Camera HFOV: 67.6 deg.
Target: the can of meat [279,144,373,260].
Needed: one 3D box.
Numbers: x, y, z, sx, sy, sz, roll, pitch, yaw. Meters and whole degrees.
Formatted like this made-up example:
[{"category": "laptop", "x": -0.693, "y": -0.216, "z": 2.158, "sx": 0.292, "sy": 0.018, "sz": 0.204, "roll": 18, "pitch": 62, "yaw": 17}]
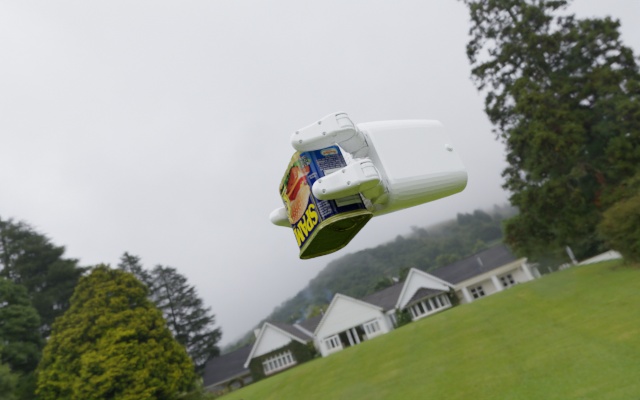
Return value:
[{"category": "can of meat", "x": 0.000, "y": 0.001, "z": 0.488, "sx": 0.057, "sy": 0.084, "sz": 0.102, "roll": -11, "pitch": -23, "yaw": -24}]
